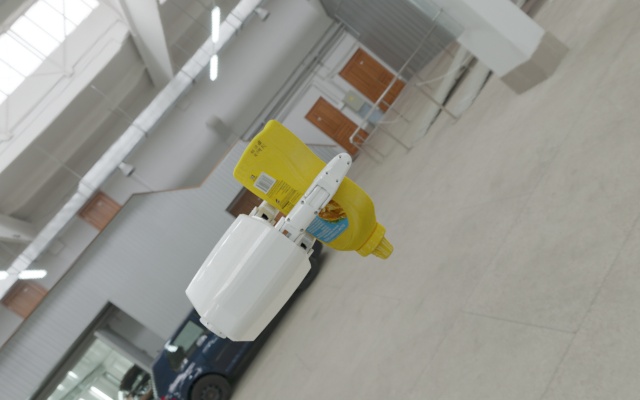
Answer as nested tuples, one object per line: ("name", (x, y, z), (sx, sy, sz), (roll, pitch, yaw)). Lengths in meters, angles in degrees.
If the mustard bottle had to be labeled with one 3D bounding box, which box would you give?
("mustard bottle", (0.000, 0.001, 0.520), (0.191, 0.058, 0.096), (38, -37, -5))
